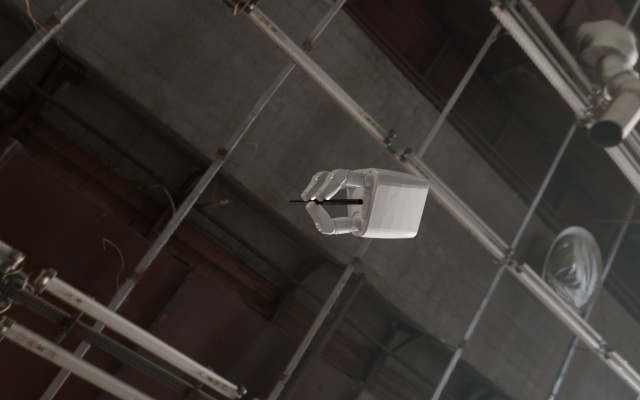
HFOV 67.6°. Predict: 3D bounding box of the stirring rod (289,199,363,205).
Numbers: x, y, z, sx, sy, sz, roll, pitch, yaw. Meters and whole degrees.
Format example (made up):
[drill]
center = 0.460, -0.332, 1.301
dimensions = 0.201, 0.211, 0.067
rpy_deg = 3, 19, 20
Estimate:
[stirring rod]
center = 0.000, 0.002, 0.729
dimensions = 0.011, 0.011, 0.239
rpy_deg = 0, 0, -26
